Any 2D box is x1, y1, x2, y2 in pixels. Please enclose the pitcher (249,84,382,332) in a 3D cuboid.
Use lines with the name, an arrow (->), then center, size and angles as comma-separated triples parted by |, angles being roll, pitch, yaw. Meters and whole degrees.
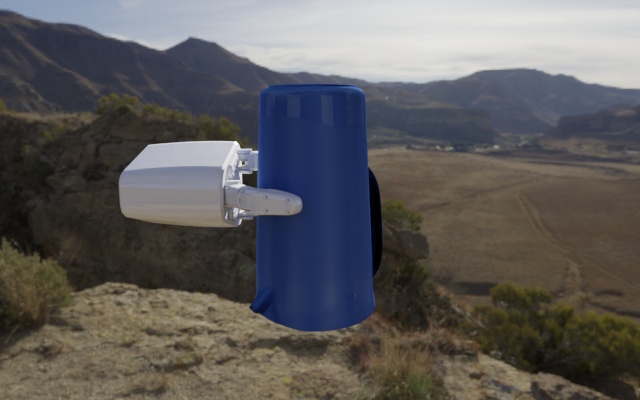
pitcher -> 0.000, 0.002, 0.514 | 0.145, 0.243, 0.149 | 0, 11, 3
